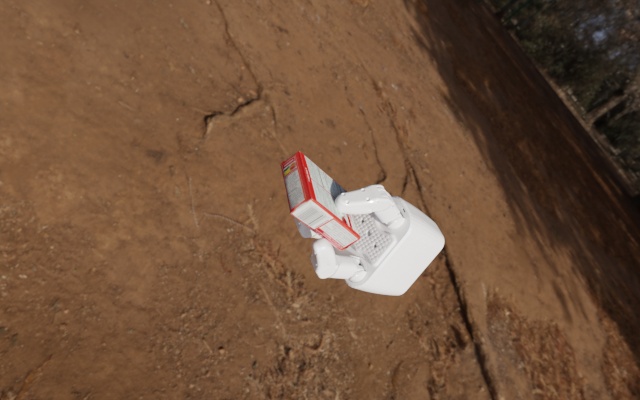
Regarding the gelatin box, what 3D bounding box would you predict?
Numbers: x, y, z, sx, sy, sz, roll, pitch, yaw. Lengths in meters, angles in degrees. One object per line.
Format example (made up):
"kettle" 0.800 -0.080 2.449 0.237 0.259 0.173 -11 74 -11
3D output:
"gelatin box" 0.000 0.001 0.495 0.030 0.073 0.089 -34 -47 19
